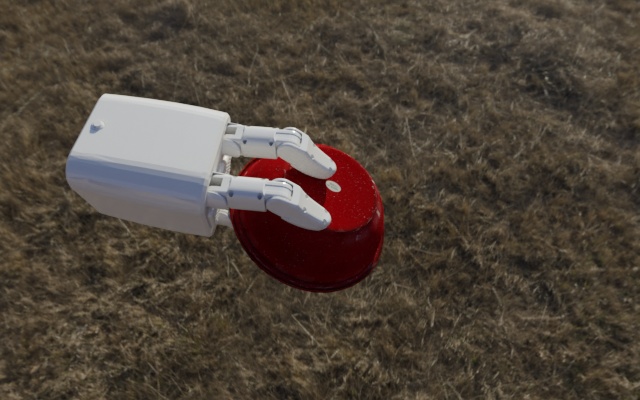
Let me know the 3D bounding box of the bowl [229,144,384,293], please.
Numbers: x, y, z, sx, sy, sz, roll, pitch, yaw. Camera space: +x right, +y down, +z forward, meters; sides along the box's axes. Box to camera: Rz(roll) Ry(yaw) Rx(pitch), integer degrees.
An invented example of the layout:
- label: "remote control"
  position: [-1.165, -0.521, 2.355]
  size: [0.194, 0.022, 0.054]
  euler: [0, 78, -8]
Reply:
- label: "bowl"
  position: [0.001, 0.001, 0.450]
  size: [0.162, 0.162, 0.055]
  euler: [0, -30, -26]
